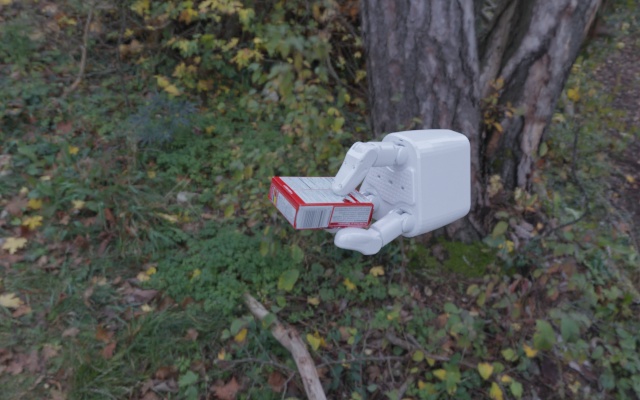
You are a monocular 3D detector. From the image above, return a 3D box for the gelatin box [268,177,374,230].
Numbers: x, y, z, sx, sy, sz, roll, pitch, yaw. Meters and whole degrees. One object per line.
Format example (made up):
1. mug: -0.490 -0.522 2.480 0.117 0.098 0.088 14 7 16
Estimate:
1. gelatin box: 0.000 0.001 0.499 0.089 0.030 0.073 0 25 -29
